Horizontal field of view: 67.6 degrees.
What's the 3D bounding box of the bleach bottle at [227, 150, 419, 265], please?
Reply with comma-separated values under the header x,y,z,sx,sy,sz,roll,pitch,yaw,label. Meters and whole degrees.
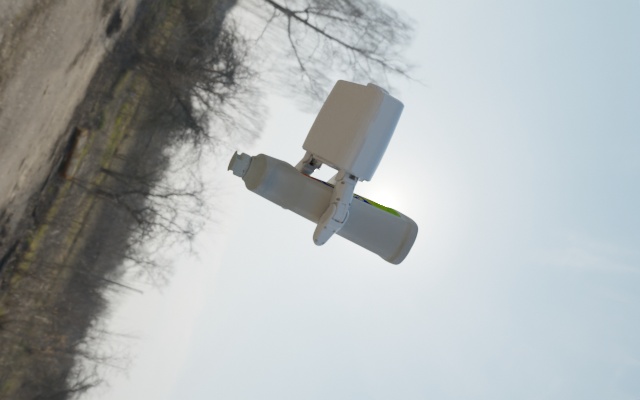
x,y,z,sx,sy,sz,roll,pitch,yaw,label
0.000,0.002,0.623,0.251,0.068,0.102,25,6,-21,bleach bottle
